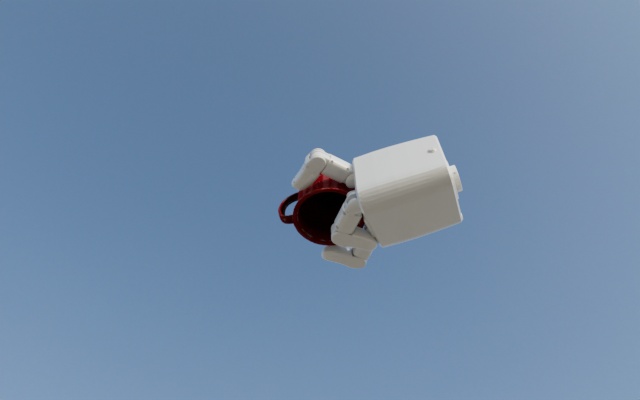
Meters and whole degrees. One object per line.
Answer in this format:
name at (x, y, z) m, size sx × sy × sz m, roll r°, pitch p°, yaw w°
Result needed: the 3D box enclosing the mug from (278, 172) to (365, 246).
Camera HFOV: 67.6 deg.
mug at (-0.001, 0.002, 0.639) m, size 0.117 × 0.093 × 0.081 m, roll -15°, pitch 35°, yaw 12°
